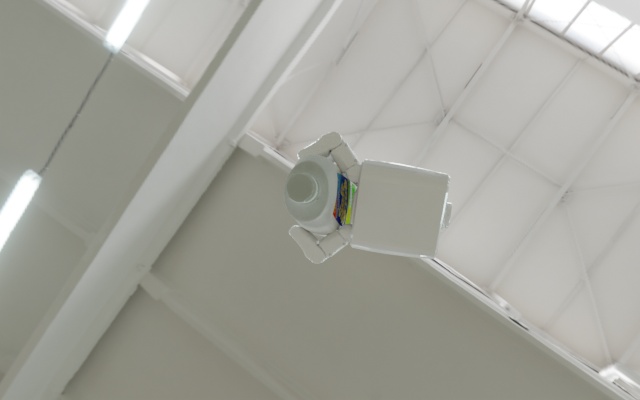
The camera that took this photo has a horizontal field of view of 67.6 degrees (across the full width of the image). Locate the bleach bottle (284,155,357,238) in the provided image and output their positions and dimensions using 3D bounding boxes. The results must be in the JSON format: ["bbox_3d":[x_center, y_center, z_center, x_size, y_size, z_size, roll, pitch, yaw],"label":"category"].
[{"bbox_3d":[0.000,0.002,0.600,0.068,0.102,0.251,8,-1,10],"label":"bleach bottle"}]
